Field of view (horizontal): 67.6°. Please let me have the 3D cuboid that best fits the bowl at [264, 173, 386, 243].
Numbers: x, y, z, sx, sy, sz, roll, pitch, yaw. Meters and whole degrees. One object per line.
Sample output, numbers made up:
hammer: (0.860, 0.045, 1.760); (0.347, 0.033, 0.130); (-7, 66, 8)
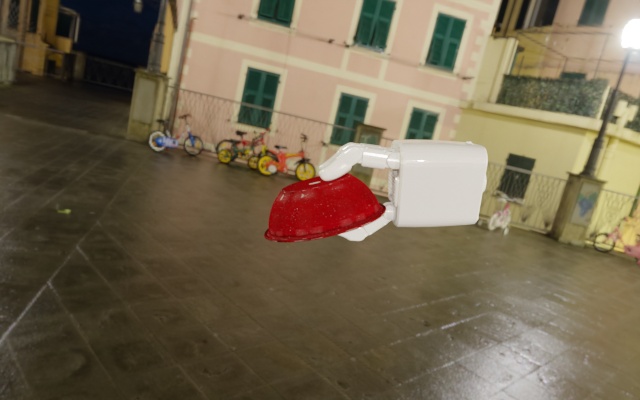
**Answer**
bowl: (-0.001, 0.002, 0.613); (0.162, 0.055, 0.162); (-13, 11, 2)
